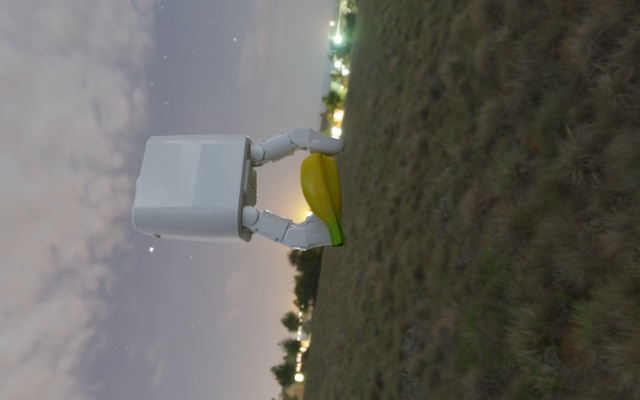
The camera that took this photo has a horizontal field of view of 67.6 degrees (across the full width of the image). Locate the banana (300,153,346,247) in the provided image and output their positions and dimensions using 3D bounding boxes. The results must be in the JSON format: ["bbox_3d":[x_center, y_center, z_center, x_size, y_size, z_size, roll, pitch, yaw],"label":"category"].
[{"bbox_3d":[-0.001,-0.016,0.487,0.037,0.070,0.197,-4,15,-1],"label":"banana"}]
